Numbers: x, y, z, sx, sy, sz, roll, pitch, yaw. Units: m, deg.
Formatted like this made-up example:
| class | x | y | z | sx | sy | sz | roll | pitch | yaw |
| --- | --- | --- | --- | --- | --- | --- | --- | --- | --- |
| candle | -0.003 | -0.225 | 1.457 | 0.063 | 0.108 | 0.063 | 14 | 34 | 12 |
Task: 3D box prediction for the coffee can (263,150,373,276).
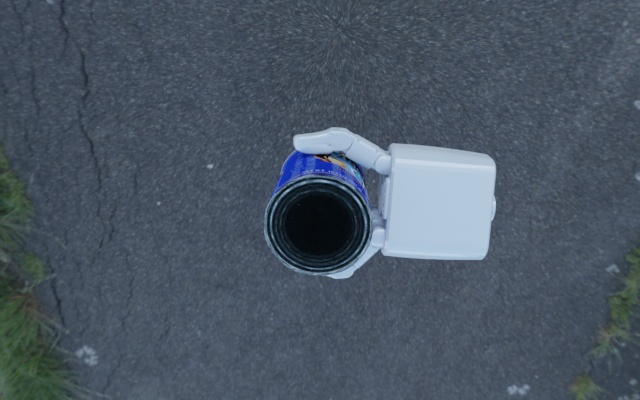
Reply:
| class | x | y | z | sx | sy | sz | roll | pitch | yaw |
| --- | --- | --- | --- | --- | --- | --- | --- | --- | --- |
| coffee can | 0.000 | 0.002 | 0.507 | 0.103 | 0.103 | 0.140 | 0 | 20 | 2 |
